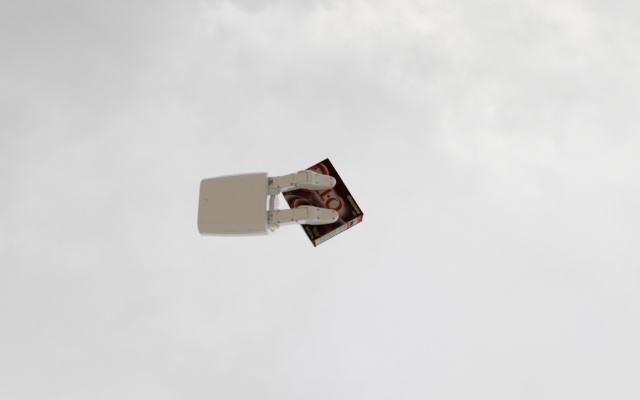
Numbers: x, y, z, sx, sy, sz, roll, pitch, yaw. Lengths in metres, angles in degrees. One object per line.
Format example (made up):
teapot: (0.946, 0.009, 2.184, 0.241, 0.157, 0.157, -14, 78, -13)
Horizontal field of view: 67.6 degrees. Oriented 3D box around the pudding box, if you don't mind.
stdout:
pudding box: (0.000, 0.002, 0.730, 0.090, 0.113, 0.039, -29, -20, -7)
